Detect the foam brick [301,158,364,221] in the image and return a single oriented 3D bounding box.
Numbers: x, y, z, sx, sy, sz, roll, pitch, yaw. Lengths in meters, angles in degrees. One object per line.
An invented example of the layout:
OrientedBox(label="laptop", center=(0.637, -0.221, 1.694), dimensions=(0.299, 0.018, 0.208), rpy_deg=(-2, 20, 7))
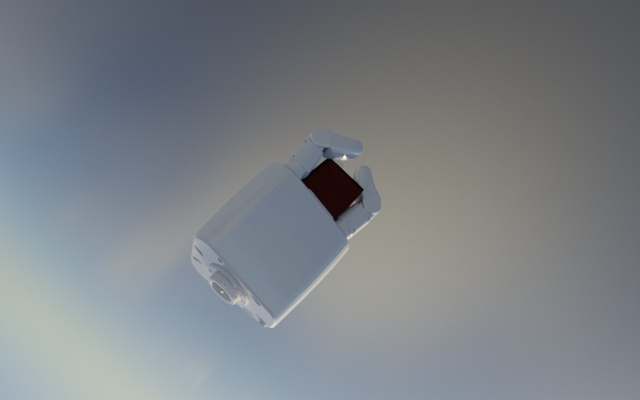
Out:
OrientedBox(label="foam brick", center=(0.000, 0.002, 0.510), dimensions=(0.051, 0.053, 0.078), rpy_deg=(-43, -7, -29))
